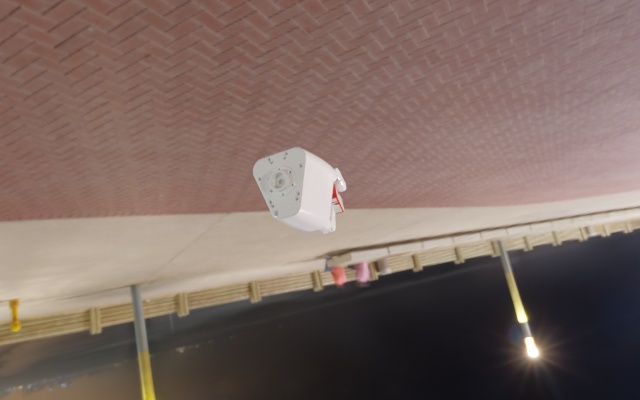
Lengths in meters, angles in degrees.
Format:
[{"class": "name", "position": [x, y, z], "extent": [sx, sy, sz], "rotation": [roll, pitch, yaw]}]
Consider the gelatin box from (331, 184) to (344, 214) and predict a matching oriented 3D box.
[{"class": "gelatin box", "position": [0.000, 0.003, 0.879], "extent": [0.073, 0.030, 0.089], "rotation": [-12, -21, 7]}]
